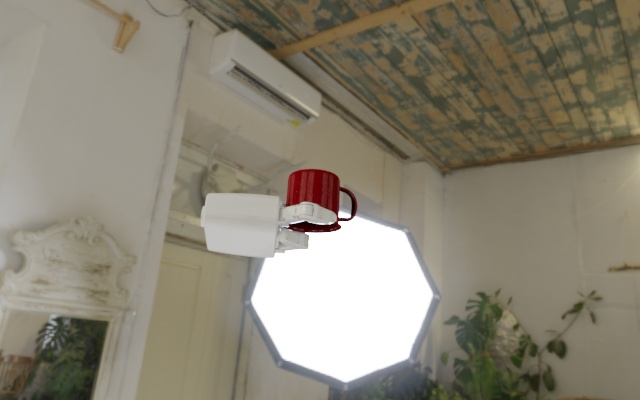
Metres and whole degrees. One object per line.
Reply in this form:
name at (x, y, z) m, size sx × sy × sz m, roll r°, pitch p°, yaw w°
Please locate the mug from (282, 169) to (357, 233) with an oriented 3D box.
mug at (0.002, 0.002, 0.740) m, size 0.117 × 0.081 × 0.093 m, roll 5°, pitch -17°, yaw -7°
